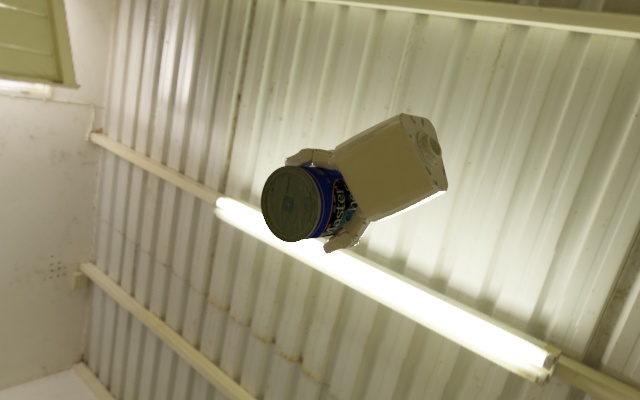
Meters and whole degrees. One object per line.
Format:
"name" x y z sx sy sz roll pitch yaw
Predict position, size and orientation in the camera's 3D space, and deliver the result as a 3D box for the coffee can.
"coffee can" 0.000 0.002 0.681 0.103 0.103 0.140 0 3 39
